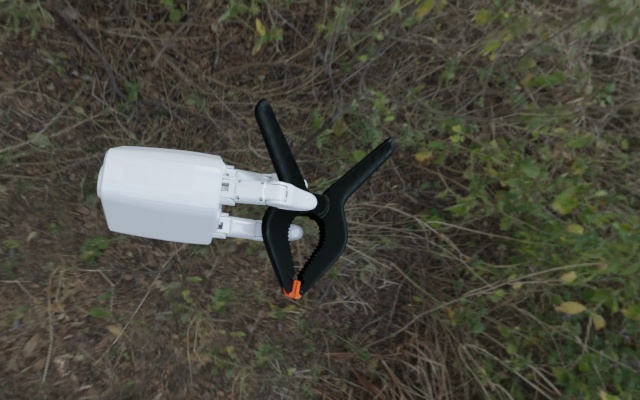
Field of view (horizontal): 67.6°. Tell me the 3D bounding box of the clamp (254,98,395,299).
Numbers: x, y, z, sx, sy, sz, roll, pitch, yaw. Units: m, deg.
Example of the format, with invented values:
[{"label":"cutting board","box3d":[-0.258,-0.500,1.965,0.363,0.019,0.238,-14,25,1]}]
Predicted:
[{"label":"clamp","box3d":[0.000,0.002,0.520,0.164,0.210,0.036,7,-10,-14]}]
